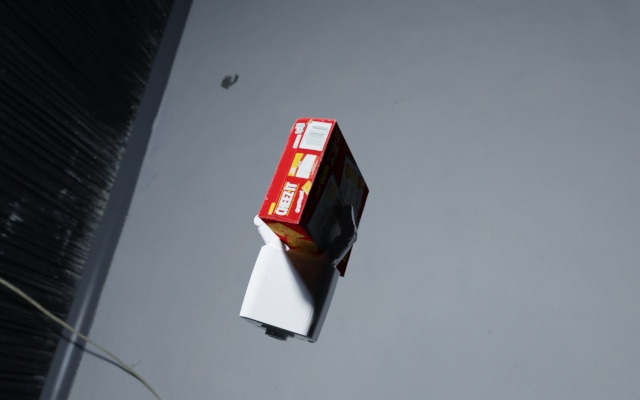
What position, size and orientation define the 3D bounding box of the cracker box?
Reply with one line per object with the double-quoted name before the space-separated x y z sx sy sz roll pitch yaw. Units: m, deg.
"cracker box" 0.000 0.002 0.727 0.072 0.164 0.214 9 -23 24
